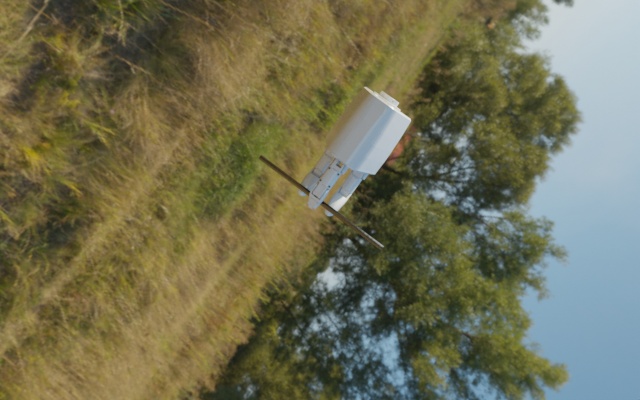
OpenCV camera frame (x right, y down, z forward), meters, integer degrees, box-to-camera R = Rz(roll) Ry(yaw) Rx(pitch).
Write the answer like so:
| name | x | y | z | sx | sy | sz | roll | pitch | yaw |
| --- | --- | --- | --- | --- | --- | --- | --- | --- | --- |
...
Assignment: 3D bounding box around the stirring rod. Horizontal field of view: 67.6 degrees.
| name | x | y | z | sx | sy | sz | roll | pitch | yaw |
| --- | --- | --- | --- | --- | --- | --- | --- | --- | --- |
| stirring rod | 0.000 | 0.002 | 0.749 | 0.239 | 0.011 | 0.011 | 37 | 3 | 4 |
